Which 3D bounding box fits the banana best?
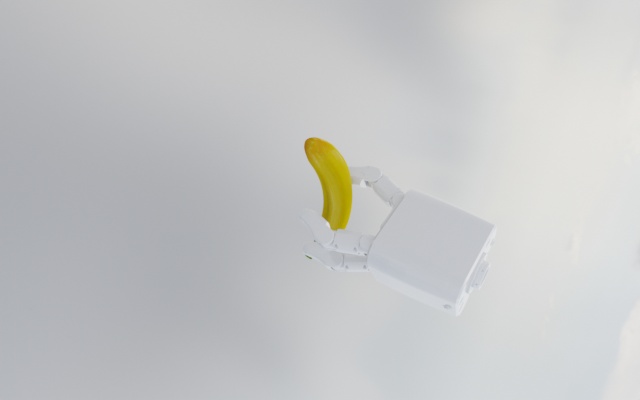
[{"bbox_3d":[0.011,-0.006,0.586,0.037,0.198,0.069,28,50,27],"label":"banana"}]
